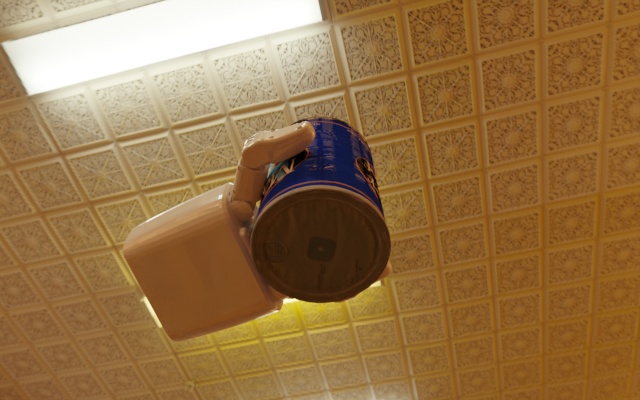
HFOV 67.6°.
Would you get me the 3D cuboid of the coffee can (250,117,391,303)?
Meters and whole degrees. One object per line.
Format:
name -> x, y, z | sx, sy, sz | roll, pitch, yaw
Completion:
coffee can -> 0.000, 0.001, 0.406 | 0.103, 0.103, 0.140 | 0, 30, 0
